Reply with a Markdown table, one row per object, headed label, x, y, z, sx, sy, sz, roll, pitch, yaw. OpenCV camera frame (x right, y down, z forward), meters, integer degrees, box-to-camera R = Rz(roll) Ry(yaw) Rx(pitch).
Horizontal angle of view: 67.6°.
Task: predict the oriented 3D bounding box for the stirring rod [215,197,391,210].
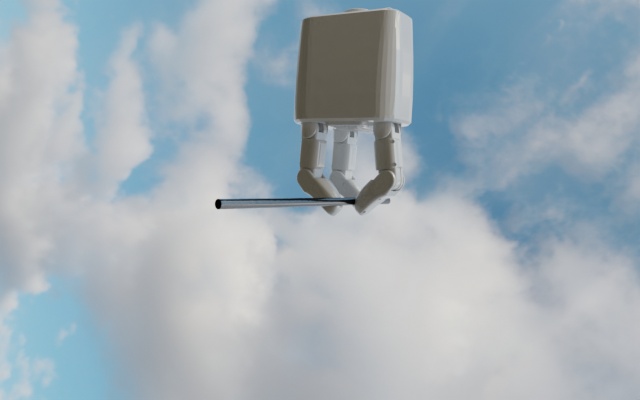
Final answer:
| label | x | y | z | sx | sy | sz | roll | pitch | yaw |
| --- | --- | --- | --- | --- | --- | --- | --- | --- | --- |
| stirring rod | 0.000 | 0.001 | 0.446 | 0.011 | 0.011 | 0.239 | 0 | 1 | 39 |
